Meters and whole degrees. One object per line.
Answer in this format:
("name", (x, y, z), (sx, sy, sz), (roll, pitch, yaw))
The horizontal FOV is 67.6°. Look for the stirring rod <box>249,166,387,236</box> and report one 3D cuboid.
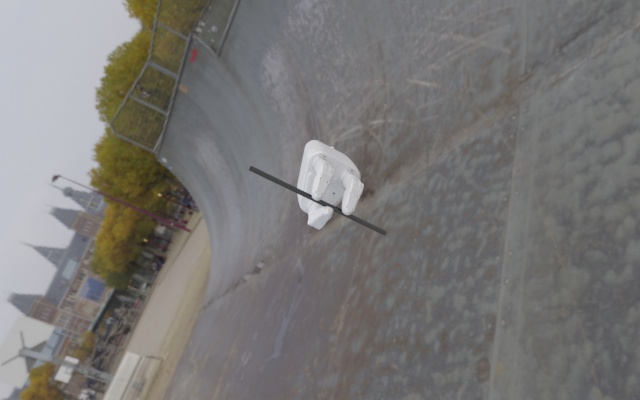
("stirring rod", (0.000, 0.002, 0.740), (0.239, 0.011, 0.011), (26, -7, -15))
